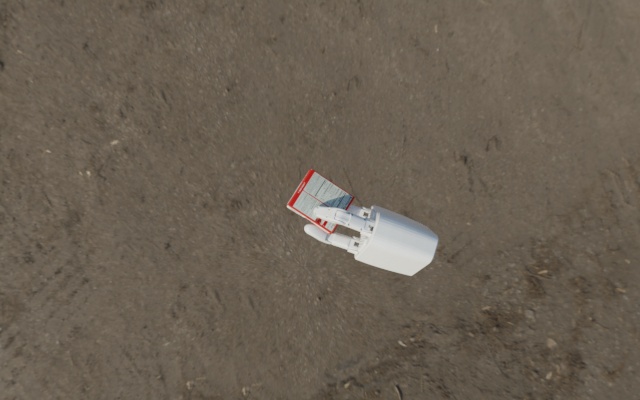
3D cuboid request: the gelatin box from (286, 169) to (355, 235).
[{"bbox_3d":[0.000,0.002,0.789,0.089,0.073,0.030,33,-10,-6],"label":"gelatin box"}]
